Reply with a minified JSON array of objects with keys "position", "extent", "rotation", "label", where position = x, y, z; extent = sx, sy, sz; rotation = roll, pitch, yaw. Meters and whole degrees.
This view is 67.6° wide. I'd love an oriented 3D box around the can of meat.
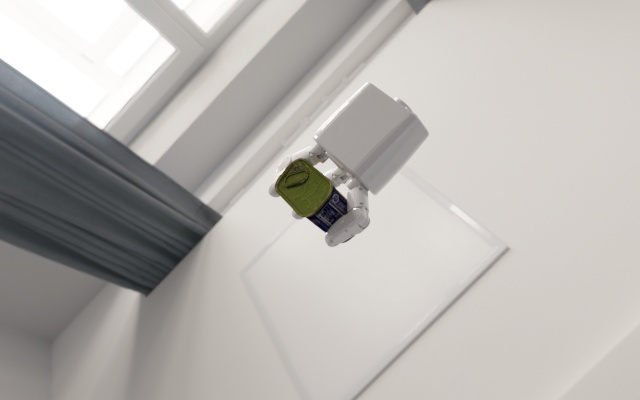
[{"position":[0.000,0.002,0.622],"extent":[0.084,0.057,0.102],"rotation":[41,1,-40],"label":"can of meat"}]
